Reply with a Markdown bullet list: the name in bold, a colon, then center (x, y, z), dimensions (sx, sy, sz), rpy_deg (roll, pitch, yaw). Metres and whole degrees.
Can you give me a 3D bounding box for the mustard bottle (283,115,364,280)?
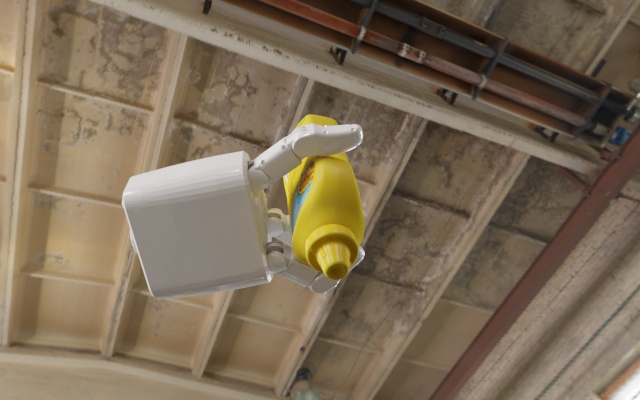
- **mustard bottle**: center (0.000, 0.001, 0.429), dimensions (0.058, 0.096, 0.191), rpy_deg (11, 30, -14)
